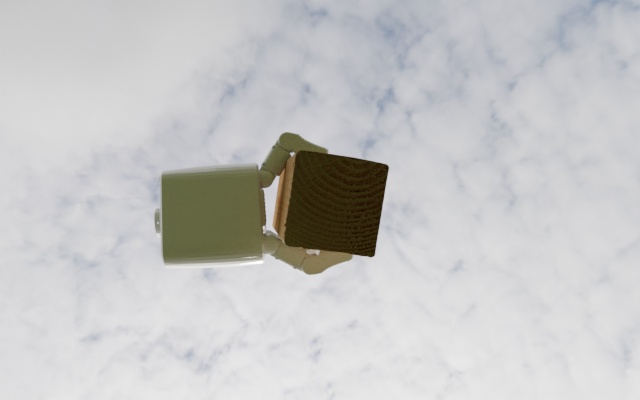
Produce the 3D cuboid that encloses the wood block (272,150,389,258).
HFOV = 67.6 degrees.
[{"bbox_3d":[0.000,0.001,0.538,0.090,0.091,0.206,8,0,-9],"label":"wood block"}]
